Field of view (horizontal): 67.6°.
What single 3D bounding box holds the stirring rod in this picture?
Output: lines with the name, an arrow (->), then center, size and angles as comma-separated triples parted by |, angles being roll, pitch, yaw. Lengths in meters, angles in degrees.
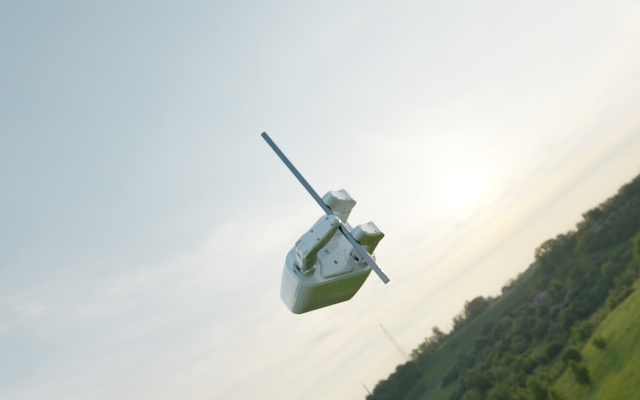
stirring rod -> 0.000, 0.002, 0.554 | 0.011, 0.239, 0.011 | -33, -23, -16
